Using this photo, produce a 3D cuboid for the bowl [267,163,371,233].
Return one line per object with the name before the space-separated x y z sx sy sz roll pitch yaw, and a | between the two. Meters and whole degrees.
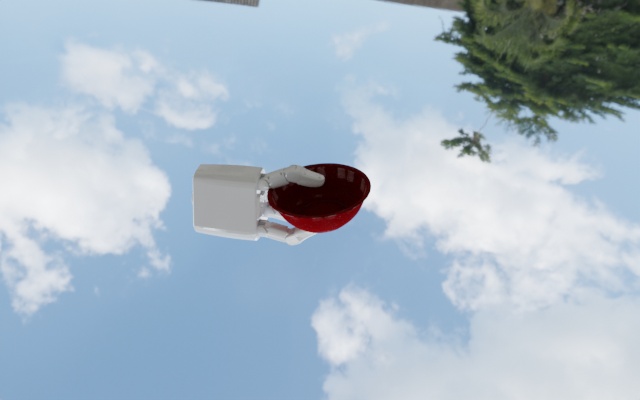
bowl | 0.001 0.003 0.748 0.162 0.055 0.162 -6 32 3
